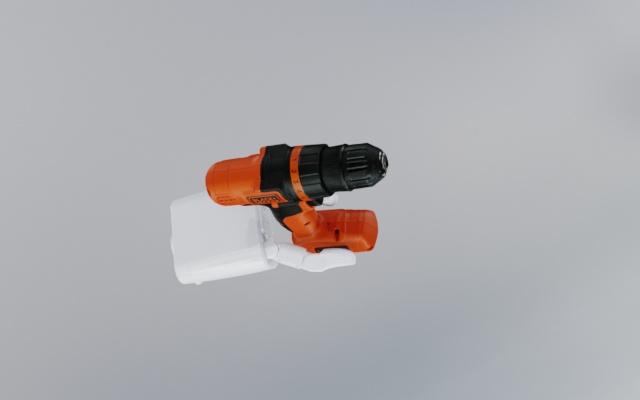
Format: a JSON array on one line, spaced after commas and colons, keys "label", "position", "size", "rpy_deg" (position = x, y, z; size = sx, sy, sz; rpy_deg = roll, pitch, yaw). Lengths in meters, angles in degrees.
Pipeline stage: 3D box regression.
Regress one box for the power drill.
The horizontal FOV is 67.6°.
[{"label": "power drill", "position": [0.000, 0.002, 0.509], "size": [0.184, 0.057, 0.188], "rpy_deg": [-4, -27, 23]}]
